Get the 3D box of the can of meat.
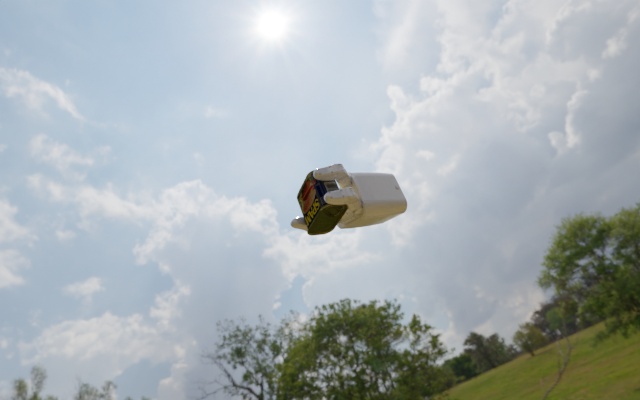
[{"bbox_3d":[0.000,0.003,0.891,0.057,0.084,0.102,-4,-33,-27],"label":"can of meat"}]
